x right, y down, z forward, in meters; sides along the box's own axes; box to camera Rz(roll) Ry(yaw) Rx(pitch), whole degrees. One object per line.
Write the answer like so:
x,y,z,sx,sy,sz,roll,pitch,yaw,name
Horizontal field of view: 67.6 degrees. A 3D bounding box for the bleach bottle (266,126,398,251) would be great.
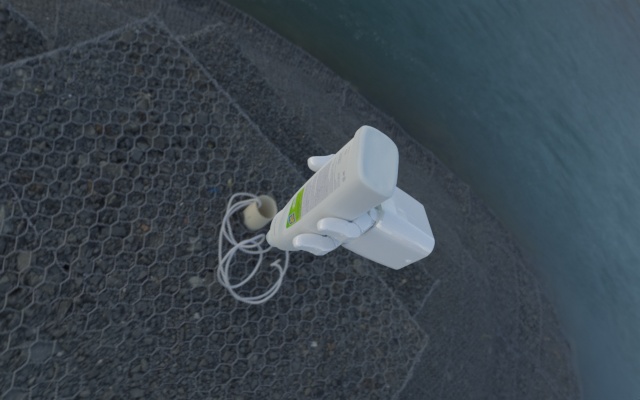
0.000,0.002,0.675,0.068,0.102,0.251,29,-40,-24,bleach bottle
